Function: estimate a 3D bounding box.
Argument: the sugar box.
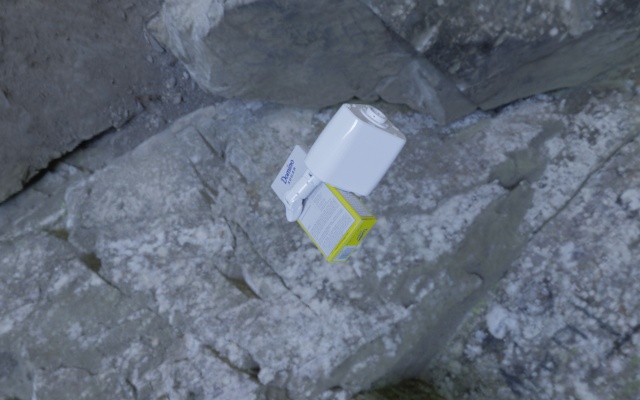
[{"bbox_3d":[0.001,0.002,0.743,0.048,0.093,0.176,4,40,-46],"label":"sugar box"}]
